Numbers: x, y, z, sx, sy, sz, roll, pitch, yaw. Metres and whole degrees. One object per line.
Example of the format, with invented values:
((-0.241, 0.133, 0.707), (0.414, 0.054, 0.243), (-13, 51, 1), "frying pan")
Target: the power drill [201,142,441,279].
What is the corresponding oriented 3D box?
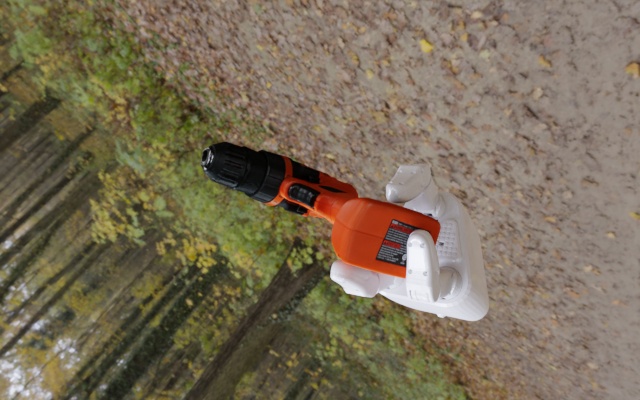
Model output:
((0.000, 0.002, 0.437), (0.184, 0.057, 0.187), (16, 10, -37), "power drill")
